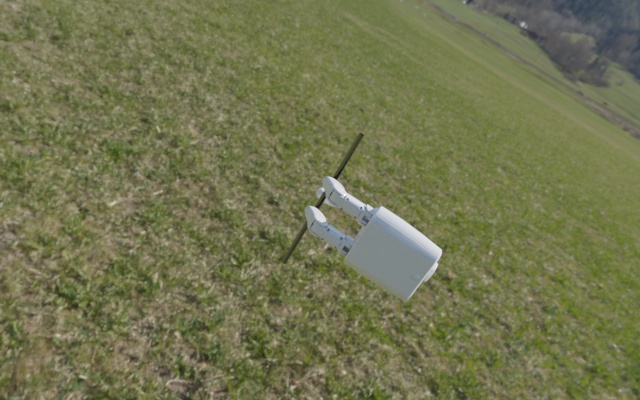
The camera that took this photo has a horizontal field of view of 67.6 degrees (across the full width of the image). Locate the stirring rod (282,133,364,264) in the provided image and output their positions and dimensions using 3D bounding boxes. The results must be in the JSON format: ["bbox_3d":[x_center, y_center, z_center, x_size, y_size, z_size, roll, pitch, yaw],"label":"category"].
[{"bbox_3d":[0.000,0.002,0.721,0.011,0.239,0.011,27,21,-11],"label":"stirring rod"}]
